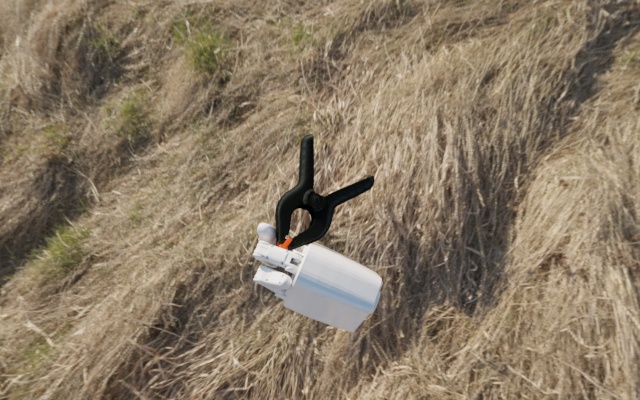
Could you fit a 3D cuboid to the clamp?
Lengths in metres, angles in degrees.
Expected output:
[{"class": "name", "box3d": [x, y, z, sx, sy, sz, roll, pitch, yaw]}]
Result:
[{"class": "clamp", "box3d": [0.000, 0.002, 0.663, 0.120, 0.171, 0.039, 24, -15, -1]}]
